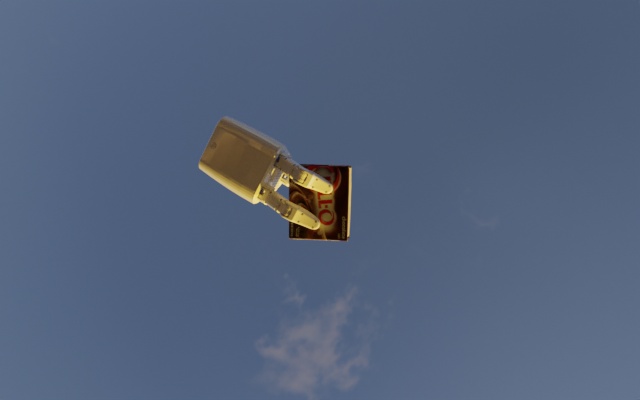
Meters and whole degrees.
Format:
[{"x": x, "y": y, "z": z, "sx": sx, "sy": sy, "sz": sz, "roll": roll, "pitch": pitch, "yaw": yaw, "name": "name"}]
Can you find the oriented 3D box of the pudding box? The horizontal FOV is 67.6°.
[{"x": 0.000, "y": 0.002, "z": 0.716, "sx": 0.090, "sy": 0.113, "sz": 0.039, "roll": 2, "pitch": 7, "yaw": 12, "name": "pudding box"}]
